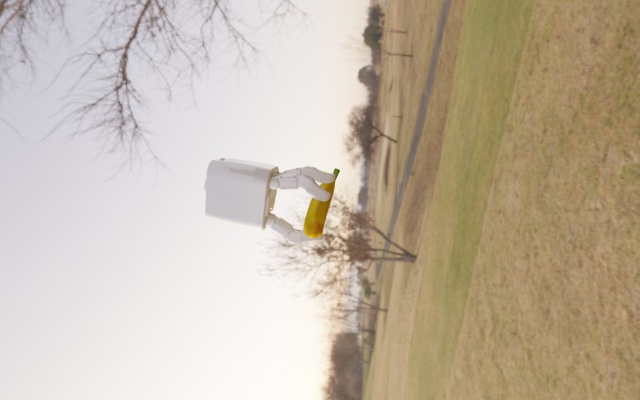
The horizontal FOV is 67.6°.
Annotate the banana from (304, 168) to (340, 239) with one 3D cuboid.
[{"bbox_3d":[-0.004,0.015,0.823,0.037,0.070,0.197,17,35,0],"label":"banana"}]
